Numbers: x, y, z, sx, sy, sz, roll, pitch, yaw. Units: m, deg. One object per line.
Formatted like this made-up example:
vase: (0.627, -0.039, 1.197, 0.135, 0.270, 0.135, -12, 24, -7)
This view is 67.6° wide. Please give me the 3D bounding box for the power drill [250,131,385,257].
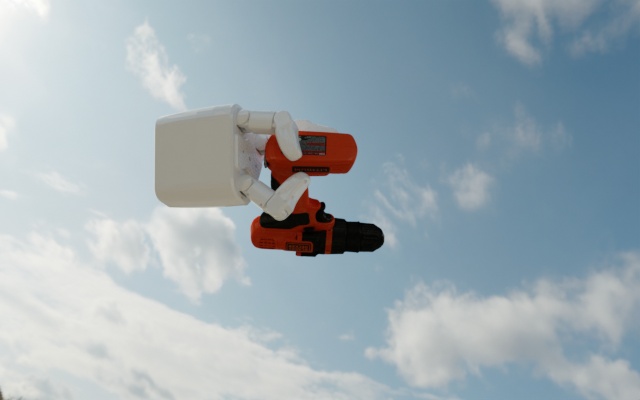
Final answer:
power drill: (0.000, 0.002, 0.607, 0.184, 0.057, 0.188, 2, -45, -3)
